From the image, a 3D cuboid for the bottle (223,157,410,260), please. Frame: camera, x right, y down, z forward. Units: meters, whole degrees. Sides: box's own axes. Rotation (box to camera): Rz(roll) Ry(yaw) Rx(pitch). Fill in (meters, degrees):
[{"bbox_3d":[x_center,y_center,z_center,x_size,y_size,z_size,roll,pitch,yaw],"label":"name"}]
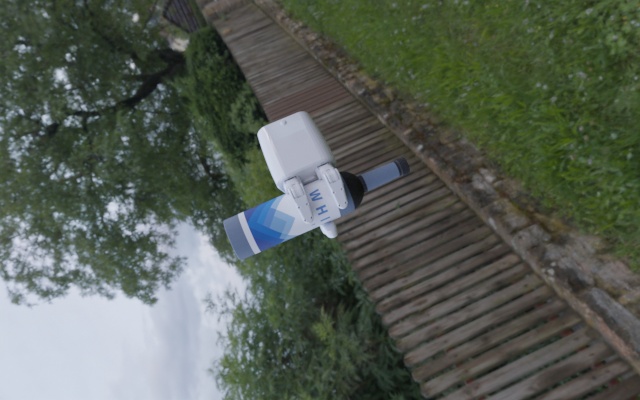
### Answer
[{"bbox_3d":[0.000,0.003,0.739,0.295,0.069,0.069,-23,2,-5],"label":"bottle"}]
